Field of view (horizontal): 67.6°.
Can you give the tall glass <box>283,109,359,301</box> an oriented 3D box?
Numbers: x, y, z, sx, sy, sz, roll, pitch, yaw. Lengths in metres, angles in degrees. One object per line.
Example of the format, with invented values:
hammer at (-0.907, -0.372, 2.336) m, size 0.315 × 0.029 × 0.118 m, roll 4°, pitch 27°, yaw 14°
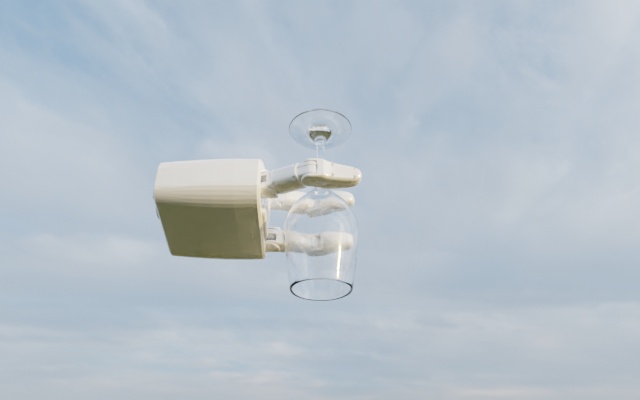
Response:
tall glass at (0.000, 0.001, 0.513) m, size 0.079 × 0.201 × 0.079 m, roll -1°, pitch -31°, yaw 0°
